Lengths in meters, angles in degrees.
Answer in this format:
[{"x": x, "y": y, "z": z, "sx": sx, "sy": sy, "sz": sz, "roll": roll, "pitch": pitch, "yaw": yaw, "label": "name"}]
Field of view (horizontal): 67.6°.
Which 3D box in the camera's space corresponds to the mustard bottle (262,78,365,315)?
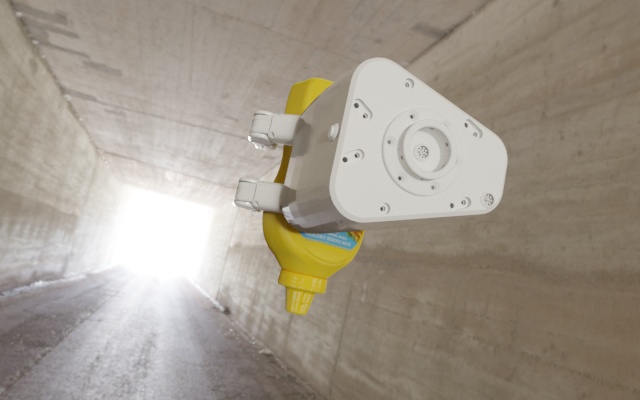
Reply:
[{"x": 0.000, "y": 0.001, "z": 0.411, "sx": 0.096, "sy": 0.191, "sz": 0.058, "roll": 19, "pitch": -10, "yaw": -39, "label": "mustard bottle"}]
